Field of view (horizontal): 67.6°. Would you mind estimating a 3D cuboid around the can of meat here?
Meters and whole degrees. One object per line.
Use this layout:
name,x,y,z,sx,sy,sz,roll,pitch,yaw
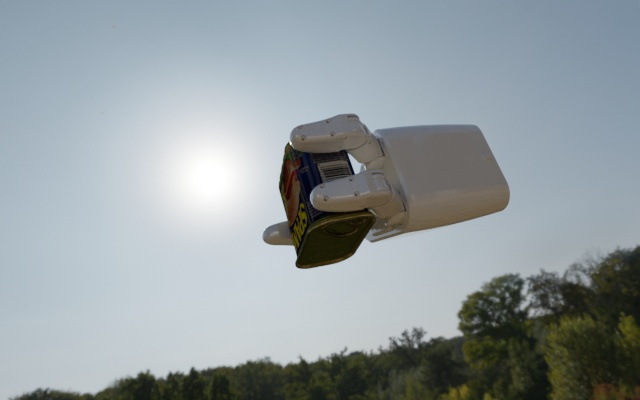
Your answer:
can of meat,0.000,0.001,0.417,0.057,0.084,0.102,-9,-25,-16
